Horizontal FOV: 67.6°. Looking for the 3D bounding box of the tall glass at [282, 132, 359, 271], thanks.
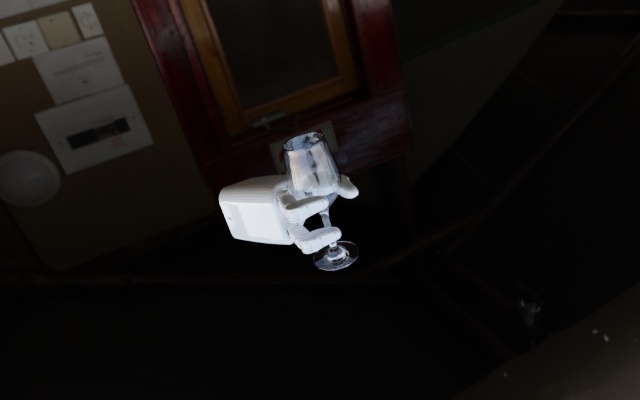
[{"bbox_3d":[0.000,0.003,0.711,0.079,0.201,0.079,-12,27,6],"label":"tall glass"}]
